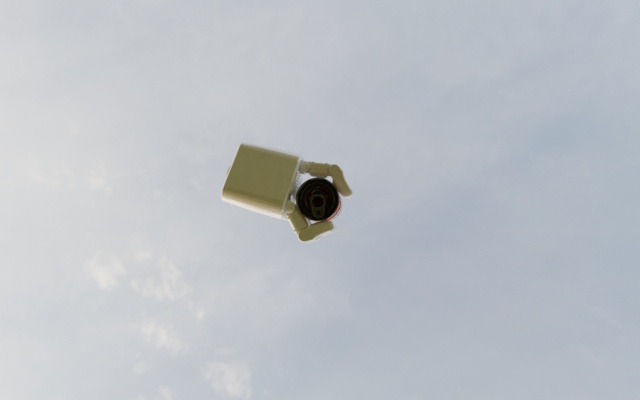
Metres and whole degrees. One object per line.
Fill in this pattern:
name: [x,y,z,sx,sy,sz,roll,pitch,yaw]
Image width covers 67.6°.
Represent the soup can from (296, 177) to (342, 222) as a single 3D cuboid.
soup can: [0.001,0.003,0.783,0.068,0.068,0.102,0,-5,6]
